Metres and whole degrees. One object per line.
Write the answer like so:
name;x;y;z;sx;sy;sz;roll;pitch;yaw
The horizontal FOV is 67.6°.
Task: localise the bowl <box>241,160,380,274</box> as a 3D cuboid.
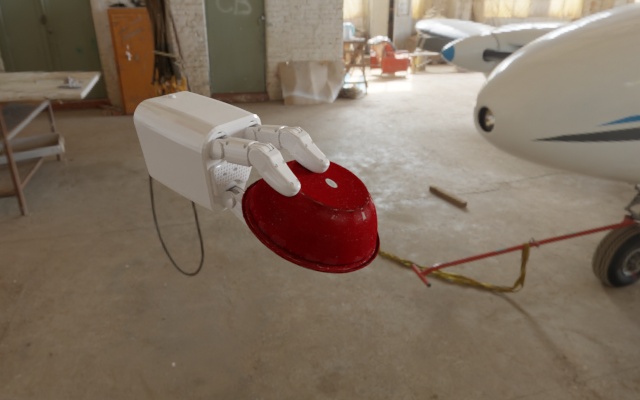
bowl;0.001;0.002;0.514;0.162;0.055;0.162;17;33;-12
